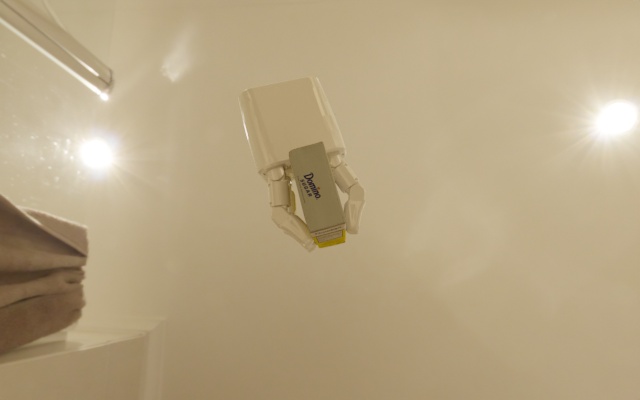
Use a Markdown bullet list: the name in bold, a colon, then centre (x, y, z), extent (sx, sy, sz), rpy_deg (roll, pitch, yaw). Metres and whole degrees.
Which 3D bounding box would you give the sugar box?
- **sugar box**: centre (0.000, 0.002, 0.572), extent (0.048, 0.093, 0.176), rpy_deg (-16, -12, 2)
